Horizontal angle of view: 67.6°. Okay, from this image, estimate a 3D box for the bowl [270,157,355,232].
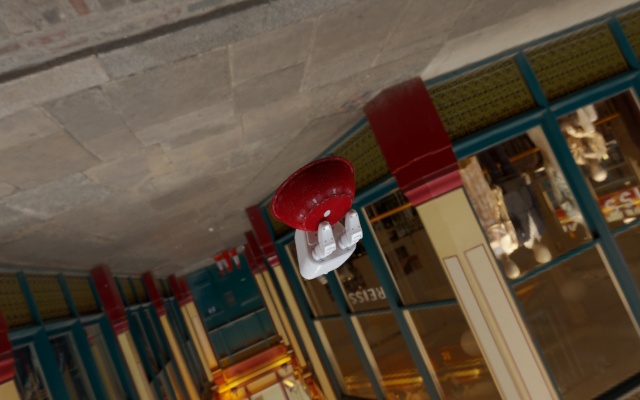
[{"bbox_3d":[0.000,0.002,0.798,0.162,0.055,0.162,-24,-31,-15],"label":"bowl"}]
